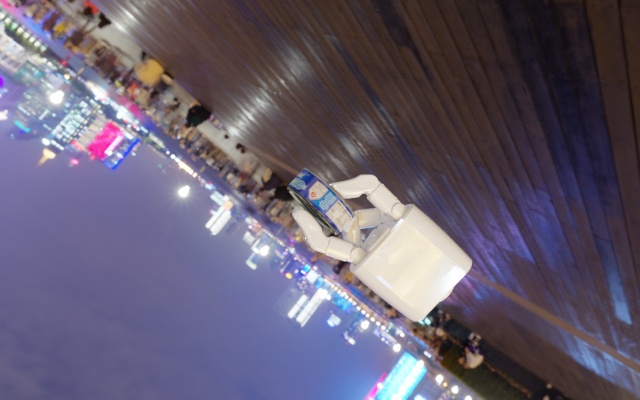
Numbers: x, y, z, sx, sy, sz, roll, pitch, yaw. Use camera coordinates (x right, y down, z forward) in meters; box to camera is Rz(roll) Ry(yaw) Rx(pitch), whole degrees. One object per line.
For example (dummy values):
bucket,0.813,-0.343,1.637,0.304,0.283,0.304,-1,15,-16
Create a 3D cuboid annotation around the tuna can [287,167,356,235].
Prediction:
tuna can,0.000,0.002,0.577,0.086,0.034,0.086,43,-7,7
